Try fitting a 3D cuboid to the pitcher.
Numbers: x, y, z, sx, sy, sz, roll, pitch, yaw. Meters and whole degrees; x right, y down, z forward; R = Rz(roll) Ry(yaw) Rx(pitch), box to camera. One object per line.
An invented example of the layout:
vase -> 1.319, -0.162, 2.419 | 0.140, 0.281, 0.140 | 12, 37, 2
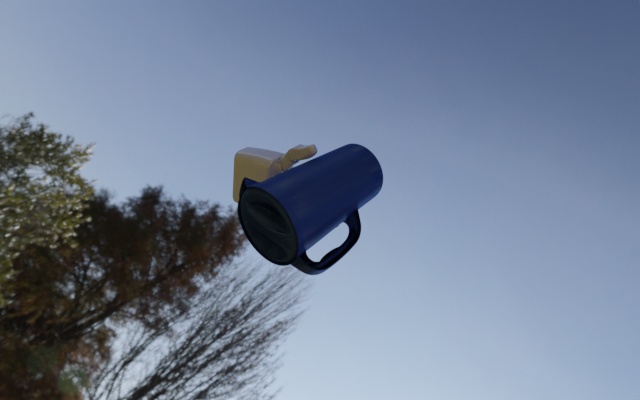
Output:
pitcher -> 0.000, 0.002, 0.785 | 0.145, 0.149, 0.242 | 15, 34, 41
